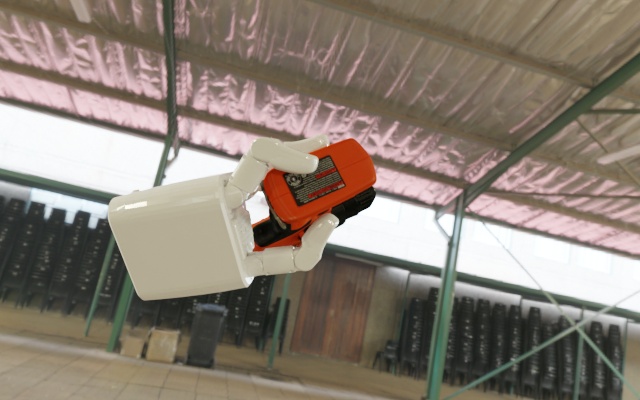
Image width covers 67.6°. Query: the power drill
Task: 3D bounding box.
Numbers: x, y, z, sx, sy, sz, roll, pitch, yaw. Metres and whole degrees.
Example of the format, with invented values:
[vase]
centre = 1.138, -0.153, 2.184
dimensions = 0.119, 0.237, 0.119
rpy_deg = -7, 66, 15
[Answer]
[power drill]
centre = 0.000, 0.002, 0.527
dimensions = 0.184, 0.057, 0.188
rpy_deg = -26, -13, -17
